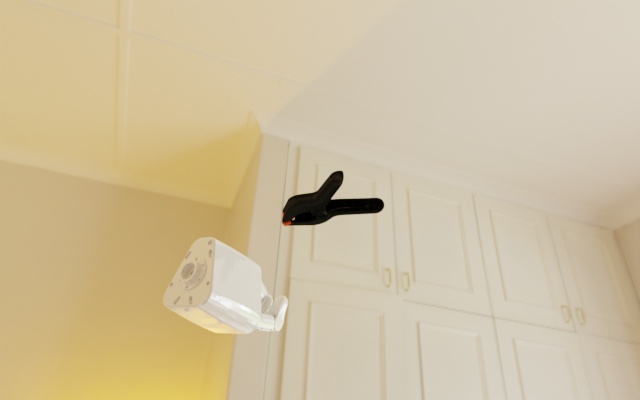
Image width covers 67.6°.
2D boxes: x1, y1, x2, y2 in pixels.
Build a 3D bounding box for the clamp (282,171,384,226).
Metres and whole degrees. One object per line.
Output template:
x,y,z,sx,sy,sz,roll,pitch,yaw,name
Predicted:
0.000,0.002,0.747,0.171,0.039,0.120,-16,-39,26,clamp
